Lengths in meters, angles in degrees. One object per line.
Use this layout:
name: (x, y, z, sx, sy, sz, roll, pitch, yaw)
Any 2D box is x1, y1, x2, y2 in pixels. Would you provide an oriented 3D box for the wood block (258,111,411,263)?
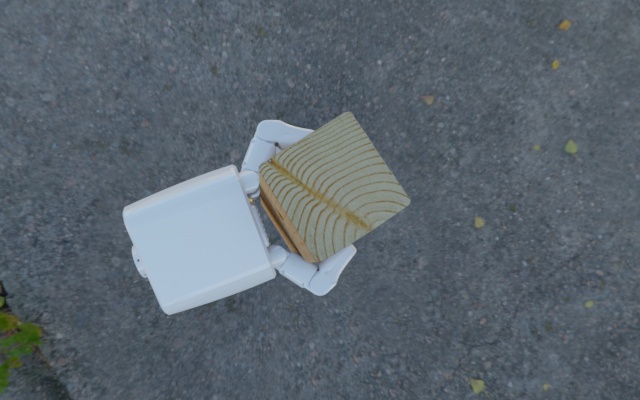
wood block: (0.000, 0.002, 0.468, 0.090, 0.091, 0.206, -32, -3, -9)
